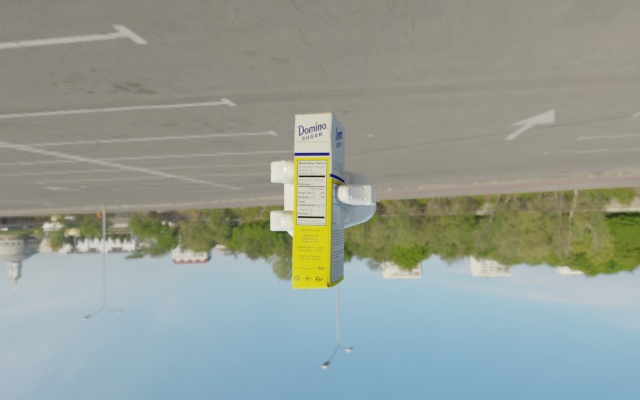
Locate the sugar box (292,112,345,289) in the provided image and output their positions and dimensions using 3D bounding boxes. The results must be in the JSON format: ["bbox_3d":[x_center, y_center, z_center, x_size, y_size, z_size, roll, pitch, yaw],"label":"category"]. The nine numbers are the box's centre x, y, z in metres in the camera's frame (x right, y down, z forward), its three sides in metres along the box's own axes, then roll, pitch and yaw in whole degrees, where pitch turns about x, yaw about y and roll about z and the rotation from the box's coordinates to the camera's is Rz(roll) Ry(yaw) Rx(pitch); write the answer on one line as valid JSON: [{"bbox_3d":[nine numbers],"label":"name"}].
[{"bbox_3d":[0.000,0.002,0.513,0.048,0.176,0.093,-2,-3,11],"label":"sugar box"}]
